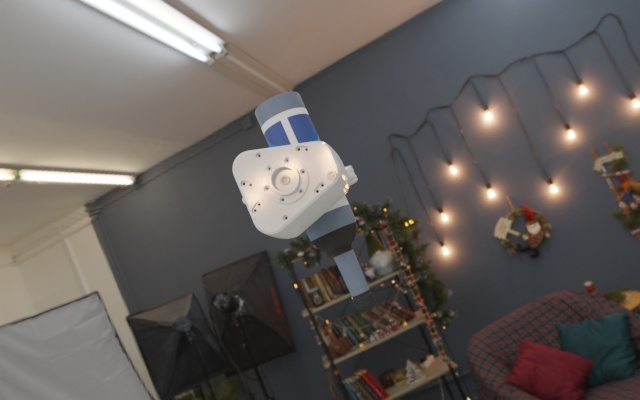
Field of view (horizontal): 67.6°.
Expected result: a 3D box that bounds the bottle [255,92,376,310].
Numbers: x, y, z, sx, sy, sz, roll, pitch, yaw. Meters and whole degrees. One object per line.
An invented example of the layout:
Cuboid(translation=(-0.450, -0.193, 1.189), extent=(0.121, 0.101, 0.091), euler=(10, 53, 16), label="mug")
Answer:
Cuboid(translation=(0.000, 0.002, 0.634), extent=(0.069, 0.295, 0.069), euler=(-23, -7, -3), label="bottle")
